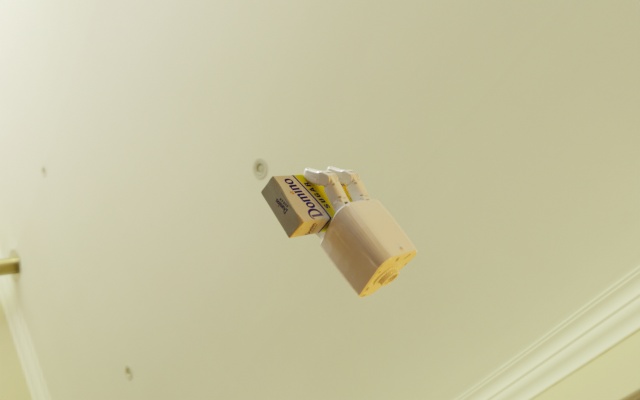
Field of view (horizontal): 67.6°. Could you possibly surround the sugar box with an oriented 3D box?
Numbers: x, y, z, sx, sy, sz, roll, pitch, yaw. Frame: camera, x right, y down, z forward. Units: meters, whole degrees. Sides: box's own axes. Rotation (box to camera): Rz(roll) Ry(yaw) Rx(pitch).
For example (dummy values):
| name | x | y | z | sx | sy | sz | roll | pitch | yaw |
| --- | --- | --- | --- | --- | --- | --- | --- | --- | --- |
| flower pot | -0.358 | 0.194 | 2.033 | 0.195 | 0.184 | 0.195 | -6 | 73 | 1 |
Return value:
| name | x | y | z | sx | sy | sz | roll | pitch | yaw |
| --- | --- | --- | --- | --- | --- | --- | --- | --- | --- |
| sugar box | 0.001 | 0.002 | 0.765 | 0.176 | 0.093 | 0.048 | -5 | -37 | -49 |
